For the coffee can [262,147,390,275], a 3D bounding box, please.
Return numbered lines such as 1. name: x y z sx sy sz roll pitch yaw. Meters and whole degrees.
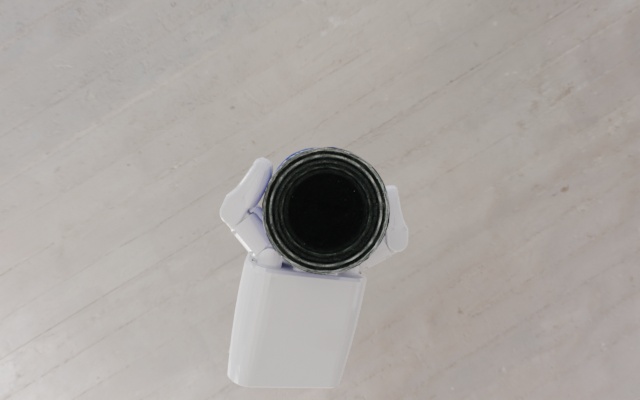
1. coffee can: 0.000 0.001 0.446 0.103 0.103 0.140 0 6 -4
